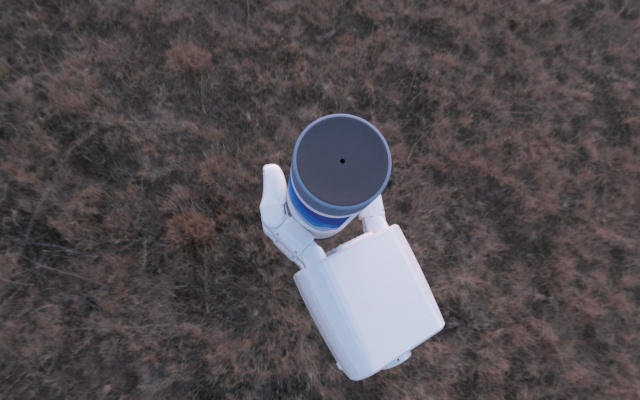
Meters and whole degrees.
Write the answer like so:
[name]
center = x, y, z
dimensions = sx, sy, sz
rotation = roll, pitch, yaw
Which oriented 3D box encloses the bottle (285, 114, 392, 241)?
[bottle]
center = 0.000, 0.001, 0.459
dimensions = 0.069, 0.069, 0.296
rotation = 0, -11, -6
